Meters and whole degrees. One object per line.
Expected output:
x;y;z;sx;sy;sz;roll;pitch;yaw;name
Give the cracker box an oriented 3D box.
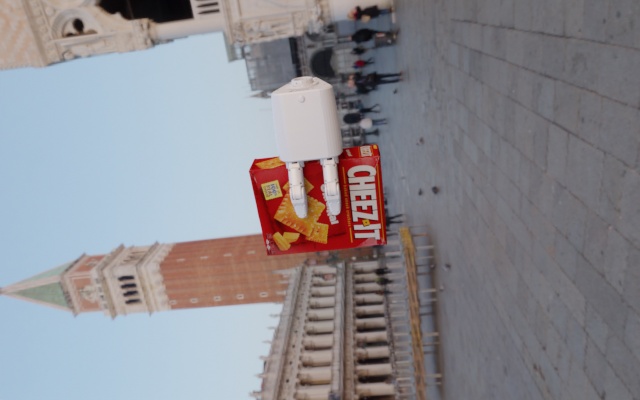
0.000;0.003;0.811;0.214;0.164;0.072;-6;24;5;cracker box
